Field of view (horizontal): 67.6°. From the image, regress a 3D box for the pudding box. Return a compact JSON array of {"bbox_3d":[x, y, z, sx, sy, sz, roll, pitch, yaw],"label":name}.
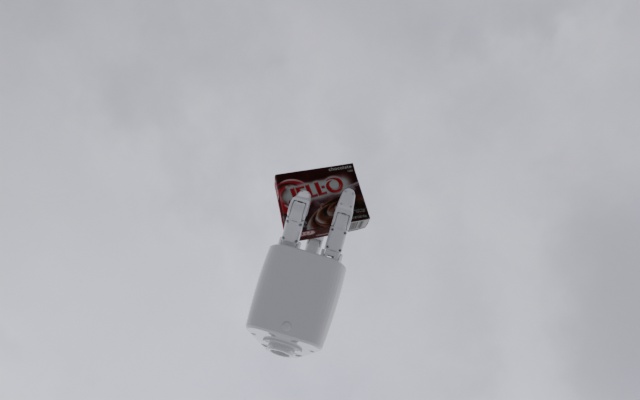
[{"bbox_3d":[0.000,0.002,0.644,0.113,0.090,0.039,-9,-27,-12],"label":"pudding box"}]
